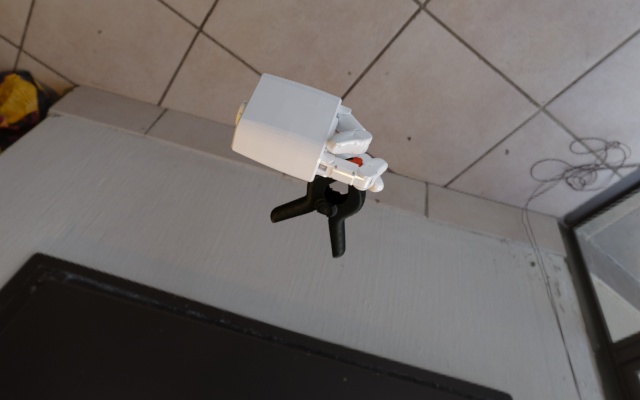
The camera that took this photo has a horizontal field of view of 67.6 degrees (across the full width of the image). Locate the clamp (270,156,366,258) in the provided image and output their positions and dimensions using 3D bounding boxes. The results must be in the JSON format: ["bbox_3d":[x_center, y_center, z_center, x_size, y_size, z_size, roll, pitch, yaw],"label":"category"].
[{"bbox_3d":[0.000,0.002,0.647,0.120,0.172,0.039,20,40,-3],"label":"clamp"}]
